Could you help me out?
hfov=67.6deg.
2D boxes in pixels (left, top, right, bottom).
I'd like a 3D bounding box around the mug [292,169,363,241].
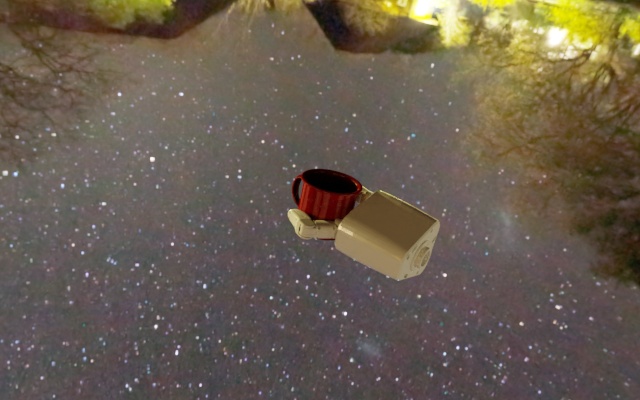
[{"bbox_3d":[-0.001,0.002,0.726,0.117,0.081,0.093,28,28,31],"label":"mug"}]
